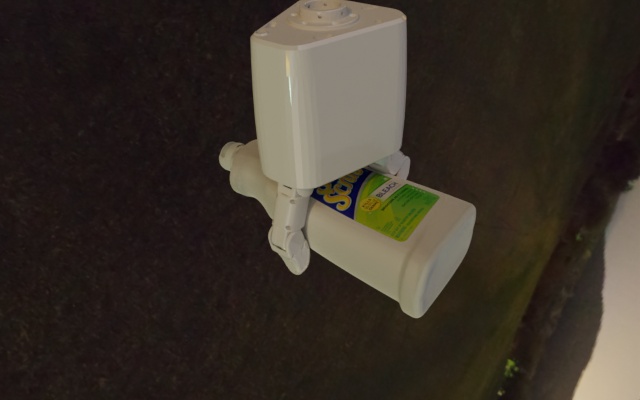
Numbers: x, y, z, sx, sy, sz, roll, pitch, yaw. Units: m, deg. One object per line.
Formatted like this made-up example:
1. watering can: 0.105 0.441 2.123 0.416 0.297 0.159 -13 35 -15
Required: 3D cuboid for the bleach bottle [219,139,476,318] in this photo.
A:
1. bleach bottle: 0.000 0.001 0.427 0.250 0.068 0.102 24 46 30
